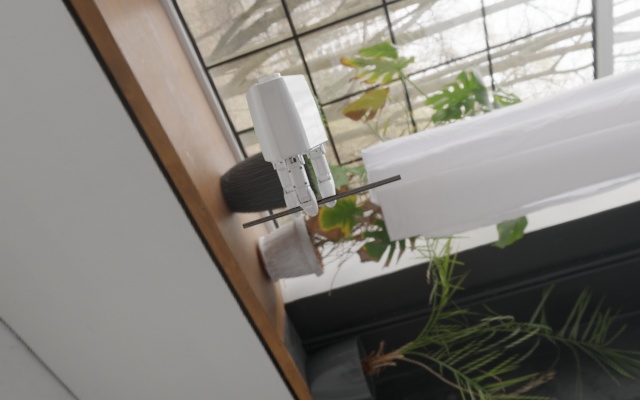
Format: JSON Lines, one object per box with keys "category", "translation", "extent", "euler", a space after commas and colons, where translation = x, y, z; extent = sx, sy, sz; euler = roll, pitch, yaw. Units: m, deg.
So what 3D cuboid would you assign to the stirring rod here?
{"category": "stirring rod", "translation": [0.000, 0.002, 0.693], "extent": [0.239, 0.011, 0.011], "euler": [-18, -2, 6]}
